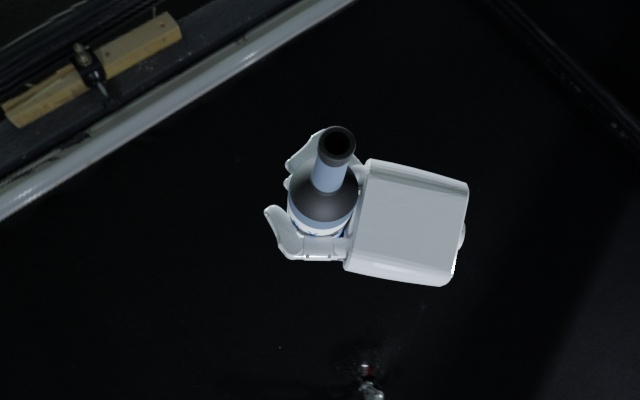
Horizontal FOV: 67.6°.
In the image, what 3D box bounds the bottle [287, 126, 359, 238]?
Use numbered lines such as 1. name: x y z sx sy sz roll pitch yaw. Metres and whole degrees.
1. bottle: 0.000 0.002 0.484 0.069 0.069 0.296 0 -17 -5
